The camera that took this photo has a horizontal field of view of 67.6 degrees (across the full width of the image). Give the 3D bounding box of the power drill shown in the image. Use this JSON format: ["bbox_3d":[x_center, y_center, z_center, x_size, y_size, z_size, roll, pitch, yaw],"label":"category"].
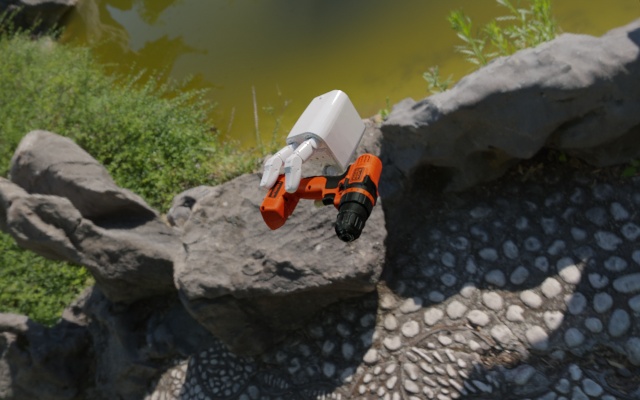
[{"bbox_3d":[0.000,0.002,0.771,0.187,0.057,0.184,-6,37,26],"label":"power drill"}]
